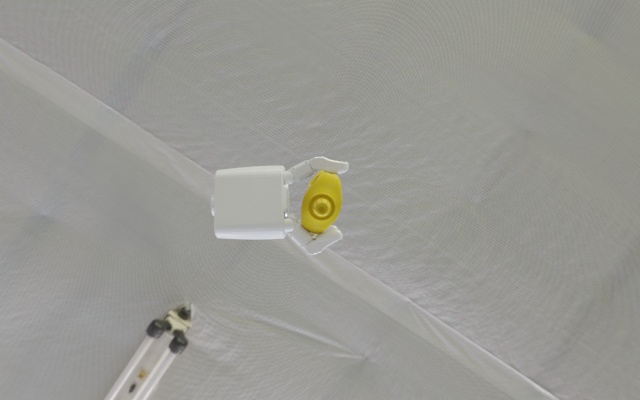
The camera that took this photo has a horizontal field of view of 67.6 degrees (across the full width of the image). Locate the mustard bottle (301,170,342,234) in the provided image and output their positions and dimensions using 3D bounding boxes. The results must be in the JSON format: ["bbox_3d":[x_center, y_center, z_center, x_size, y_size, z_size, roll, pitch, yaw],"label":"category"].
[{"bbox_3d":[0.000,0.003,0.755,0.058,0.096,0.191,22,5,-2],"label":"mustard bottle"}]
